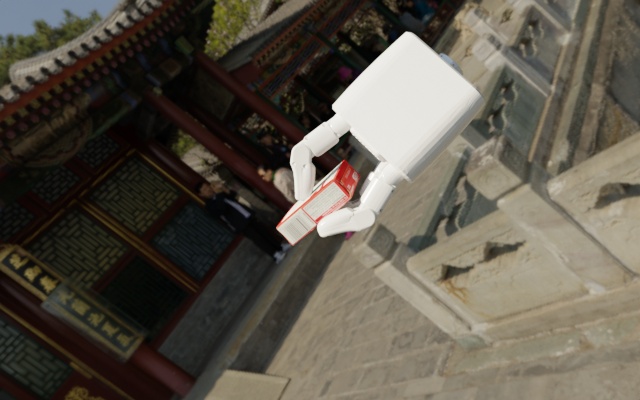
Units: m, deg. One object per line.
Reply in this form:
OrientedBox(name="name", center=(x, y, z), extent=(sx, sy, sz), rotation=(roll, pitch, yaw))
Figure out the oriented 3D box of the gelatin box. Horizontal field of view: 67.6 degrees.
OrientedBox(name="gelatin box", center=(0.000, 0.002, 0.523), extent=(0.089, 0.030, 0.073), rotation=(-40, 7, 21))
